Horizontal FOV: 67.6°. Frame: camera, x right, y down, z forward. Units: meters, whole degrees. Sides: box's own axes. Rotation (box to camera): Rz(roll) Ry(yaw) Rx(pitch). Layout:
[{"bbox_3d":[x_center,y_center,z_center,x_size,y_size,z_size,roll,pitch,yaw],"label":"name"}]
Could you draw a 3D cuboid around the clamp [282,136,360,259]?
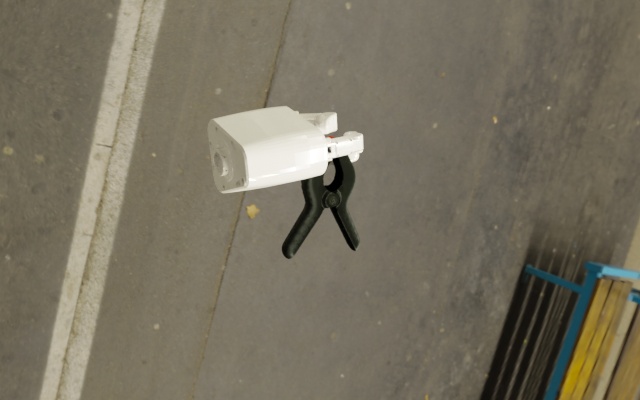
[{"bbox_3d":[0.001,0.002,0.645,0.120,0.171,0.039,-15,21,-31],"label":"clamp"}]
